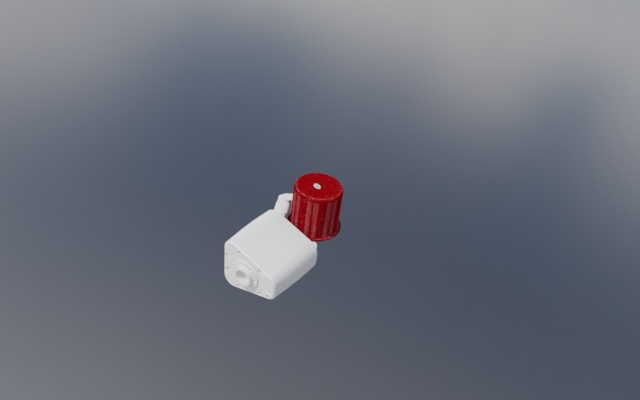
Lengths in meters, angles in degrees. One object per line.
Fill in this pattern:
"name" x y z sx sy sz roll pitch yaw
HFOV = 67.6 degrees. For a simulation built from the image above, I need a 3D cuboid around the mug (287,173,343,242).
"mug" 0.001 0.002 0.804 0.093 0.082 0.117 27 40 24
